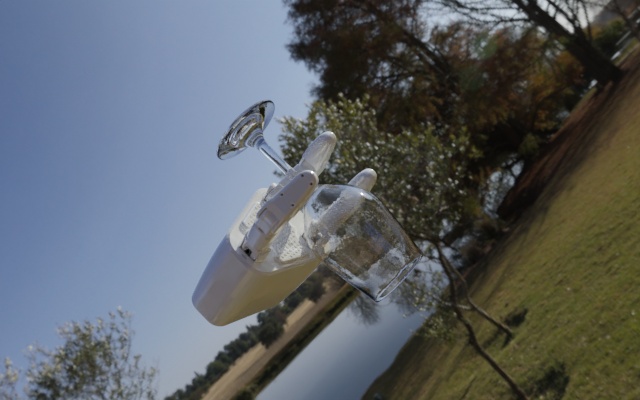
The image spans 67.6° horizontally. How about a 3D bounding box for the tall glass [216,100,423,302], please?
[{"bbox_3d":[0.000,0.001,0.441,0.201,0.079,0.079,44,7,8],"label":"tall glass"}]
